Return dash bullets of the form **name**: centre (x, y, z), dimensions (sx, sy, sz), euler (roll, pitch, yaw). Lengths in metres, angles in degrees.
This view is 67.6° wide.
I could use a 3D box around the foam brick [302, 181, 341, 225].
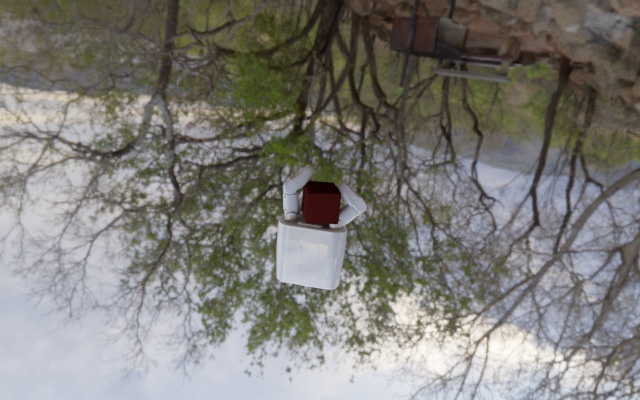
- **foam brick**: centre (0.000, 0.002, 0.765), dimensions (0.053, 0.051, 0.078), euler (4, 15, -8)
